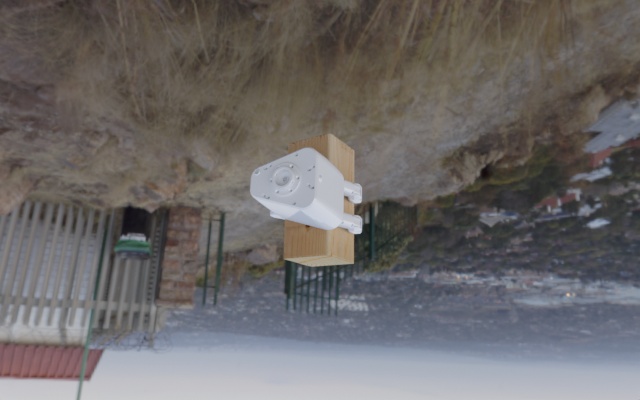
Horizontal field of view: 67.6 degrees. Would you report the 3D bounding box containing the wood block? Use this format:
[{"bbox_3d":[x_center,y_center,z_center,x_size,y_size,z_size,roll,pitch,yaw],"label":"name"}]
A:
[{"bbox_3d":[0.000,0.003,0.823,0.091,0.206,0.090,-9,-19,31],"label":"wood block"}]
